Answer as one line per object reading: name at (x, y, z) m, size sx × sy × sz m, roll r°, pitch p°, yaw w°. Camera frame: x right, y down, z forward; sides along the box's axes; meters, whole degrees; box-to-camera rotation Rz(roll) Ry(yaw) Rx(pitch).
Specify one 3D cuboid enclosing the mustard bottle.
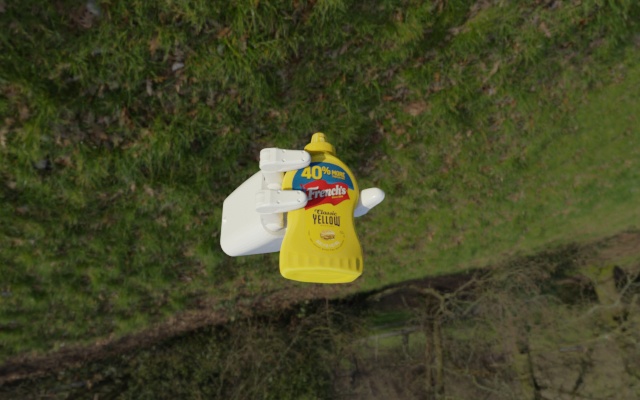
mustard bottle at (0.000, 0.002, 0.589) m, size 0.096 × 0.191 × 0.058 m, roll 5°, pitch -26°, yaw -14°
